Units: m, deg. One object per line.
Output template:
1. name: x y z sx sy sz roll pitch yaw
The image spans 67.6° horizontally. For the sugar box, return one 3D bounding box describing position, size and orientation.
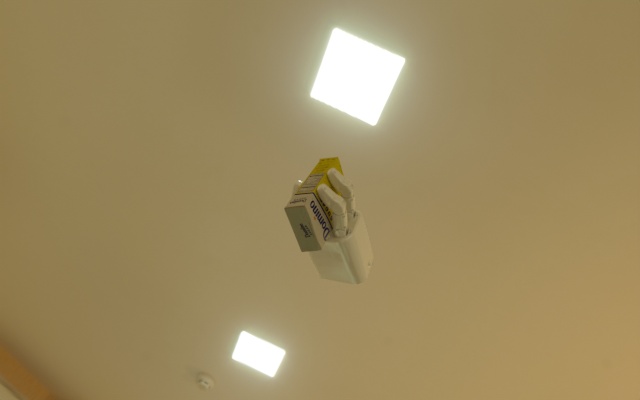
1. sugar box: 0.001 0.003 0.852 0.048 0.093 0.176 -7 29 24
